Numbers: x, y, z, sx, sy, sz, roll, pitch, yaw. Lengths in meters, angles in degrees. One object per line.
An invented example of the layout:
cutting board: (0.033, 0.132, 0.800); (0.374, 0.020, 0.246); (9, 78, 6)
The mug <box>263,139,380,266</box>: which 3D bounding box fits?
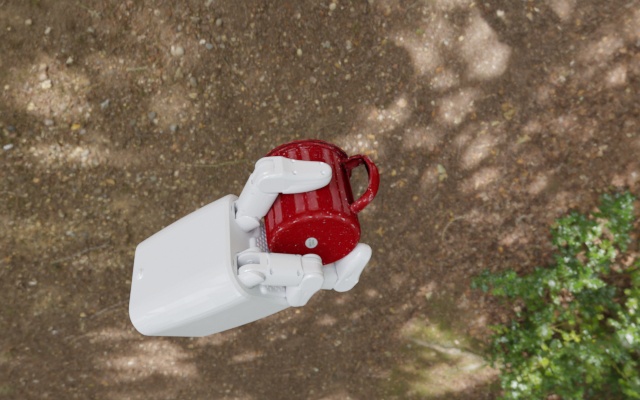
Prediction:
mug: (0.001, 0.001, 0.424); (0.117, 0.081, 0.093); (-26, -41, 18)
